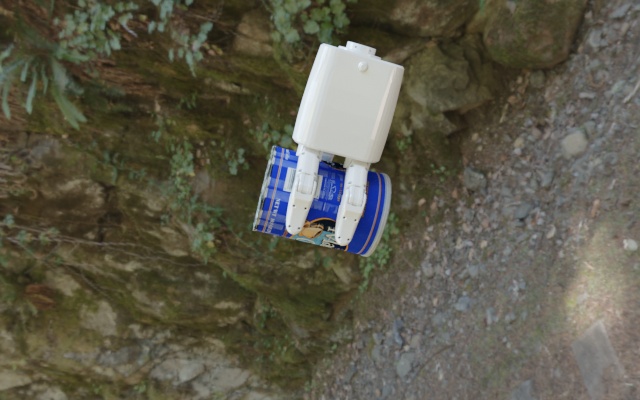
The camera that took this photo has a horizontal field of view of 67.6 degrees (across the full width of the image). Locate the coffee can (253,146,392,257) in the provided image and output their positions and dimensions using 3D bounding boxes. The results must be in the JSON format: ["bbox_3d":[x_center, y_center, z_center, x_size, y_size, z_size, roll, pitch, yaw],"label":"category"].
[{"bbox_3d":[0.000,0.002,0.567,0.140,0.103,0.103,14,-2,-9],"label":"coffee can"}]
